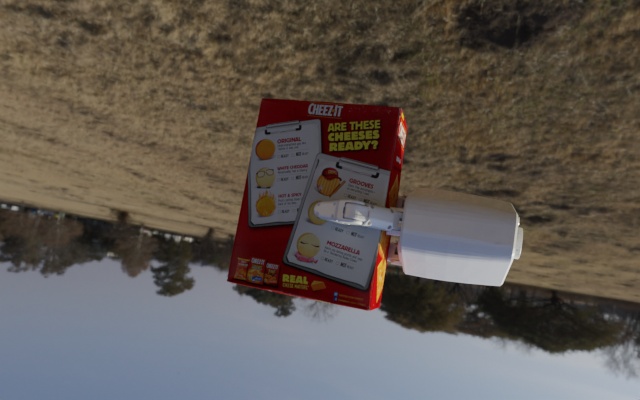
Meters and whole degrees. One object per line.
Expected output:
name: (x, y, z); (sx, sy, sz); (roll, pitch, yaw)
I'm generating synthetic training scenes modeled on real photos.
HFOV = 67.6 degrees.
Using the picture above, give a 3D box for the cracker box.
cracker box: (0.000, 0.002, 0.539); (0.164, 0.213, 0.072); (8, -7, 17)
